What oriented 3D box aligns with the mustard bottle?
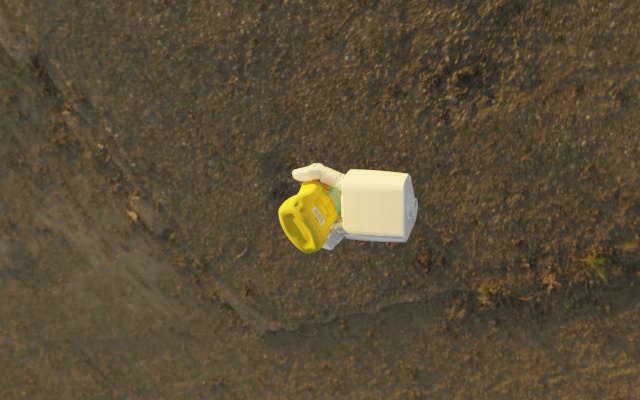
[{"bbox_3d":[0.000,0.003,0.855,0.058,0.096,0.191,-21,19,35],"label":"mustard bottle"}]
